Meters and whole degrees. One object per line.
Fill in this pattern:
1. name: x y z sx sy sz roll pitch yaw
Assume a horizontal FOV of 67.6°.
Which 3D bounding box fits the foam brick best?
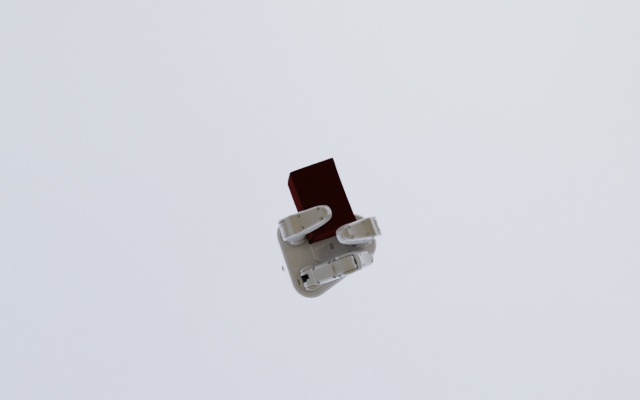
1. foam brick: 0.000 0.001 0.533 0.053 0.078 0.051 -18 -10 -10
